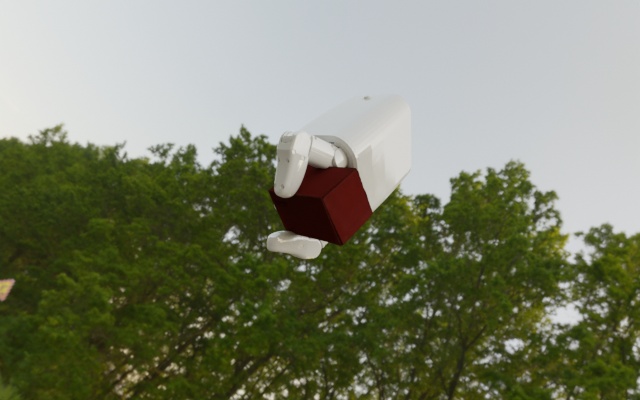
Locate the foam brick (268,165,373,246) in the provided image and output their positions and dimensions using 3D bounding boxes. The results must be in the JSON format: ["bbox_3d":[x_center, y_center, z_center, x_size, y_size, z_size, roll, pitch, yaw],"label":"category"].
[{"bbox_3d":[0.000,0.002,0.448,0.078,0.053,0.051,10,40,46],"label":"foam brick"}]
